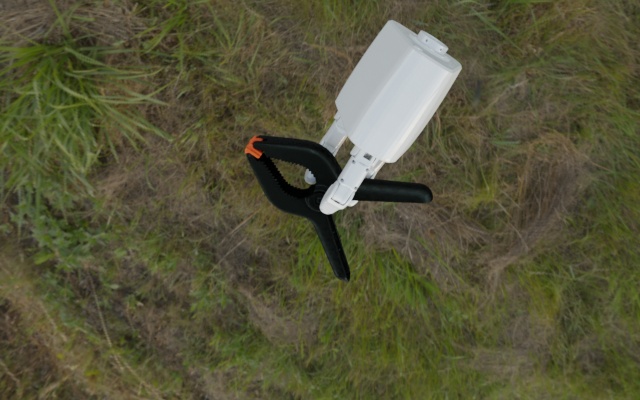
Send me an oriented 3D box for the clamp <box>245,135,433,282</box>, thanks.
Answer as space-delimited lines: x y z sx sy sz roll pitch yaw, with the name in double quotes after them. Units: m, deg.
0.000 0.002 0.558 0.210 0.165 0.036 29 27 -9 "clamp"
